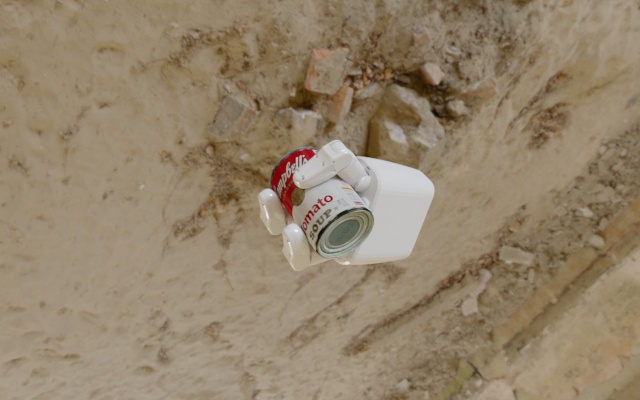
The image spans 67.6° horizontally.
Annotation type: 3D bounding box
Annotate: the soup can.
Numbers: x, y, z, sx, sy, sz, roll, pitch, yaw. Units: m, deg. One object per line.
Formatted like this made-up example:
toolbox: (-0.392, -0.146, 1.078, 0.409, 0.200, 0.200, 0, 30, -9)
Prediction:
soup can: (0.000, 0.002, 0.489, 0.068, 0.068, 0.102, 0, 40, -40)
